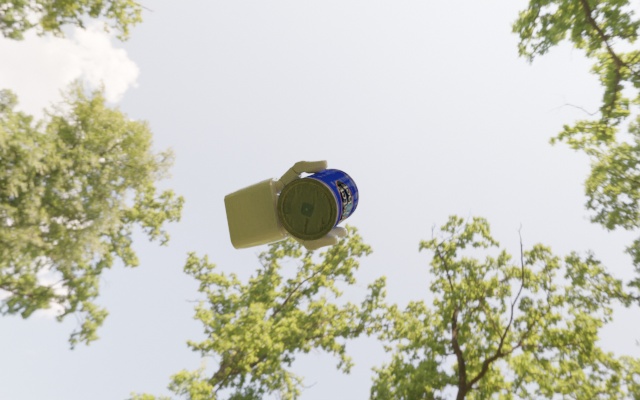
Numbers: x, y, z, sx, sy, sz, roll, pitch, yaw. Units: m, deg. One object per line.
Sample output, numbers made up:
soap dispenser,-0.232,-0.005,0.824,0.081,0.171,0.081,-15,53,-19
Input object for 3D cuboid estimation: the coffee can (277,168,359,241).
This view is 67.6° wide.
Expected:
coffee can,0.000,0.003,0.823,0.103,0.103,0.140,0,10,19
